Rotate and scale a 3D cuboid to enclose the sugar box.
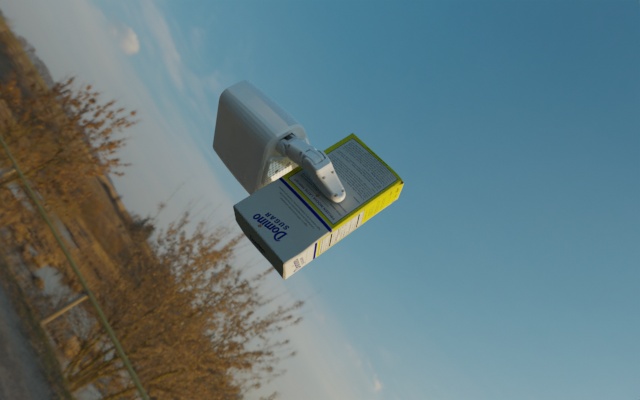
[{"bbox_3d":[0.000,0.002,0.543,0.176,0.093,0.048,-34,-26,-22],"label":"sugar box"}]
